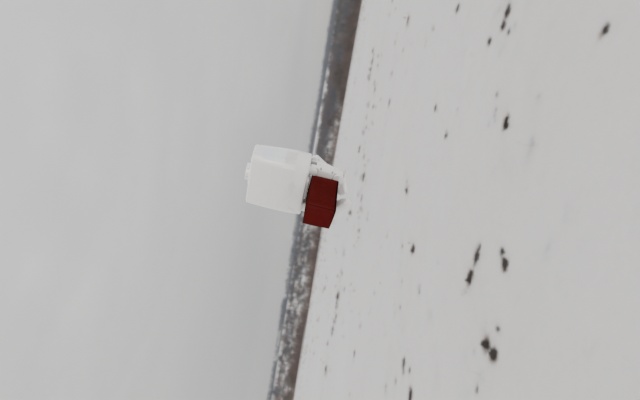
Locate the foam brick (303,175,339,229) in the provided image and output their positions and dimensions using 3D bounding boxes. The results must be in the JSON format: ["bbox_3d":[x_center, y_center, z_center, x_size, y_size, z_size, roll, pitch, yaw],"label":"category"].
[{"bbox_3d":[0.000,0.003,0.863,0.051,0.078,0.053,13,-45,-6],"label":"foam brick"}]
